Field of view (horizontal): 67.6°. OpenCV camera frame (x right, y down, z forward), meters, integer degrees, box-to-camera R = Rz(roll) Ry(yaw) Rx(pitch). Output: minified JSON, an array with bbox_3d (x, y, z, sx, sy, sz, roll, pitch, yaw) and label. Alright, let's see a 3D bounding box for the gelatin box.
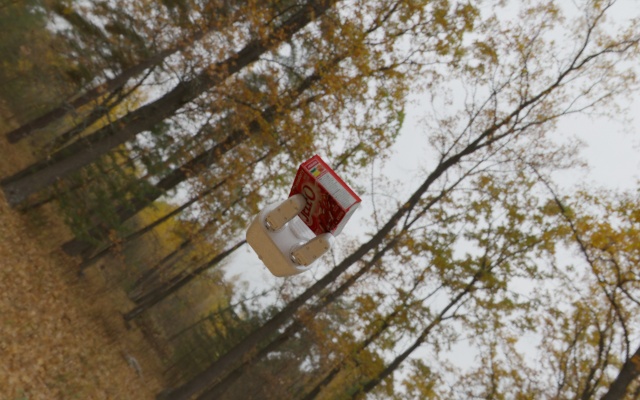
[{"bbox_3d":[0.000,0.001,0.540,0.030,0.073,0.089,-36,-13,-30],"label":"gelatin box"}]
